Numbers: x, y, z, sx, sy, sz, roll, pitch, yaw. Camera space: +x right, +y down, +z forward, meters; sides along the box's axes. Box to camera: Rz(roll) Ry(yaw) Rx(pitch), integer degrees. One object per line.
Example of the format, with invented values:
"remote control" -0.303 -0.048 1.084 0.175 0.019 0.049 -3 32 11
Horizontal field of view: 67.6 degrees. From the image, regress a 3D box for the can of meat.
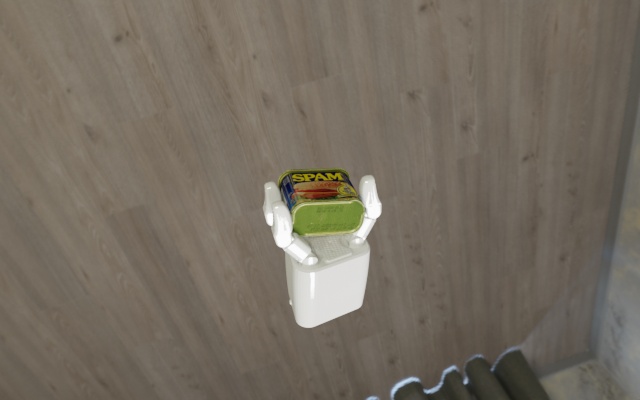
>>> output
"can of meat" 0.000 0.002 0.627 0.102 0.057 0.084 -3 32 -14
